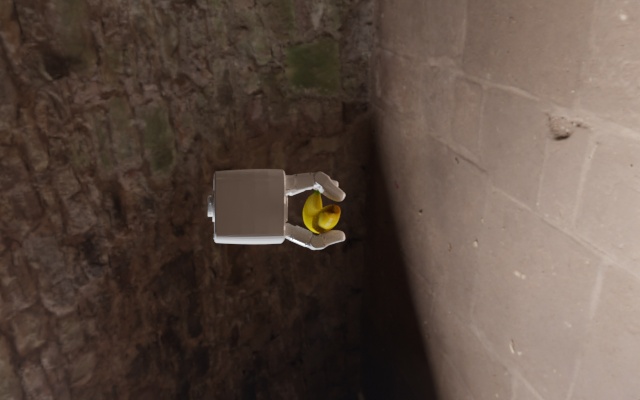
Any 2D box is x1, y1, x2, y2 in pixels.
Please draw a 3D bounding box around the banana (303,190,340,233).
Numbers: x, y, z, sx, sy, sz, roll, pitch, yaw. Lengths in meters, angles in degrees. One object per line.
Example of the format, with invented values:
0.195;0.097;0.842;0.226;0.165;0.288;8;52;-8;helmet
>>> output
-0.004;0.020;0.798;0.037;0.069;0.197;7;12;-12;banana
